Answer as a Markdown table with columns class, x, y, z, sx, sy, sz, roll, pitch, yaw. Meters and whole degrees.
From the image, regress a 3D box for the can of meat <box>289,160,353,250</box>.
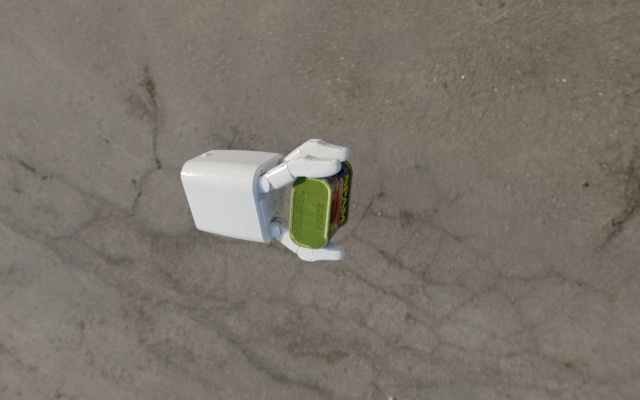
| class | x | y | z | sx | sy | sz | roll | pitch | yaw |
| --- | --- | --- | --- | --- | --- | --- | --- | --- | --- |
| can of meat | 0.000 | 0.002 | 0.609 | 0.057 | 0.102 | 0.084 | 11 | 23 | 16 |
